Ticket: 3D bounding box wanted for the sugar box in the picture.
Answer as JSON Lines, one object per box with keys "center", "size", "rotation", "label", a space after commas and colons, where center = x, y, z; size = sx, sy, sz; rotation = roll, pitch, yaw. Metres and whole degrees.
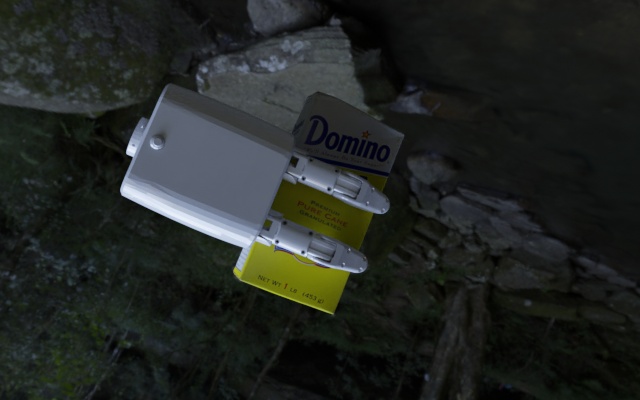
{"center": [0.000, 0.001, 0.429], "size": [0.093, 0.176, 0.048], "rotation": [23, -4, -17], "label": "sugar box"}
